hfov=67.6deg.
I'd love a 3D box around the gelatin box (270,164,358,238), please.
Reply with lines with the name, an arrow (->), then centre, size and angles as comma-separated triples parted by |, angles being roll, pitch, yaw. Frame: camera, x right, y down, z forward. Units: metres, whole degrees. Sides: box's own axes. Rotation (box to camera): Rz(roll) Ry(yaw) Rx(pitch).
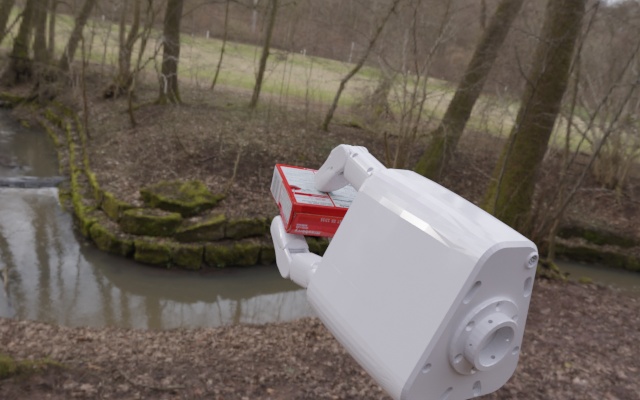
gelatin box -> 0.000, 0.001, 0.416 | 0.073, 0.030, 0.089 | 7, 23, -19
